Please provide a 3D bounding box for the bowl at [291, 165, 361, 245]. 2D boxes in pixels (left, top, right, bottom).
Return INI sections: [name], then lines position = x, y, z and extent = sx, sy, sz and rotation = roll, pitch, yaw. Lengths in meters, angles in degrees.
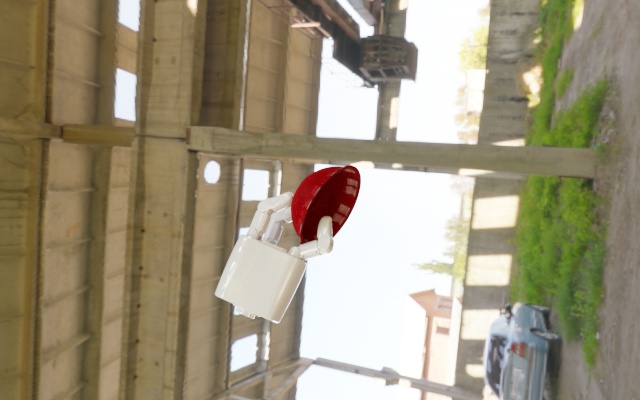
[bowl]
position = 0.001, 0.001, 0.805
extent = 0.055, 0.162, 0.162
rotation = 32, 15, 26
